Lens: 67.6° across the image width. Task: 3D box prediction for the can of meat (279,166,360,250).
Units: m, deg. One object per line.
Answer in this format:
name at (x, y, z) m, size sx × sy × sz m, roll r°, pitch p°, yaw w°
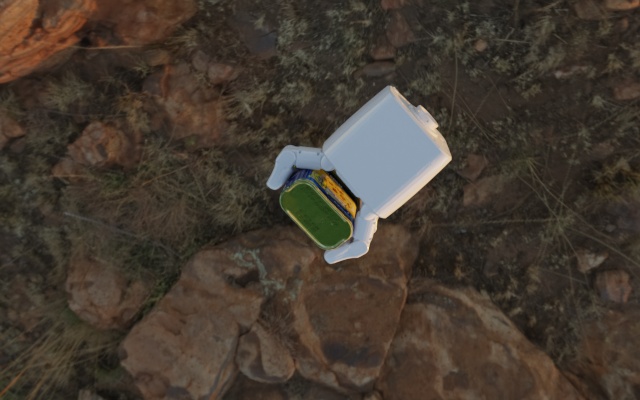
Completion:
can of meat at (0.000, 0.002, 0.599) m, size 0.057 × 0.102 × 0.084 m, roll -39°, pitch 14°, yaw 21°
